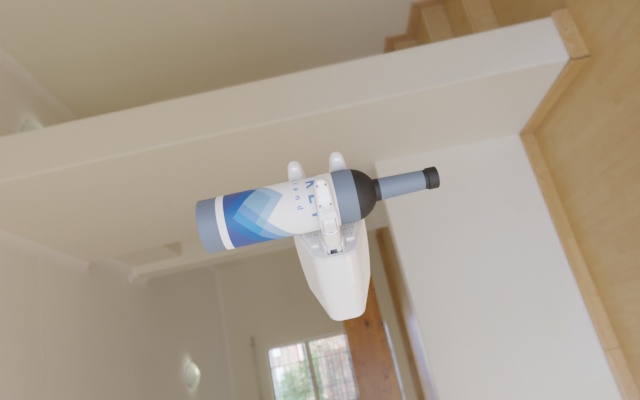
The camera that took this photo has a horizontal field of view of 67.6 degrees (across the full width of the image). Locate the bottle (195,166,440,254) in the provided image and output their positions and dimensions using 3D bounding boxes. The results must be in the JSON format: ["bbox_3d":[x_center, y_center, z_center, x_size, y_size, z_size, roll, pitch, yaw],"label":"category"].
[{"bbox_3d":[0.000,0.002,0.590,0.296,0.069,0.069,-12,0,-1],"label":"bottle"}]
